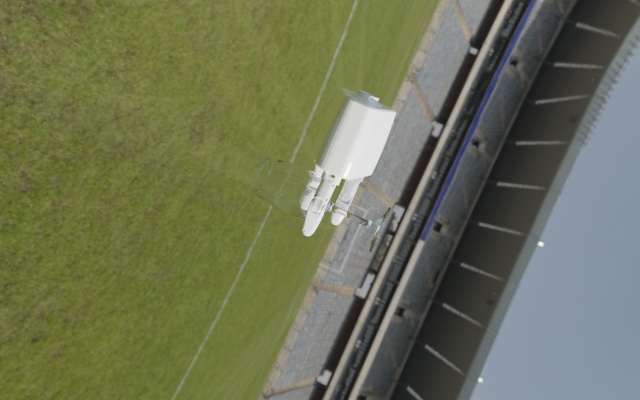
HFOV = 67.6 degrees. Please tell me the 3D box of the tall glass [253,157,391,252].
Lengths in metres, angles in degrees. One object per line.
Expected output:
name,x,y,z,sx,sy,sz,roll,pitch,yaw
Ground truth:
tall glass,0.001,0.003,0.725,0.201,0.079,0.079,24,2,5
